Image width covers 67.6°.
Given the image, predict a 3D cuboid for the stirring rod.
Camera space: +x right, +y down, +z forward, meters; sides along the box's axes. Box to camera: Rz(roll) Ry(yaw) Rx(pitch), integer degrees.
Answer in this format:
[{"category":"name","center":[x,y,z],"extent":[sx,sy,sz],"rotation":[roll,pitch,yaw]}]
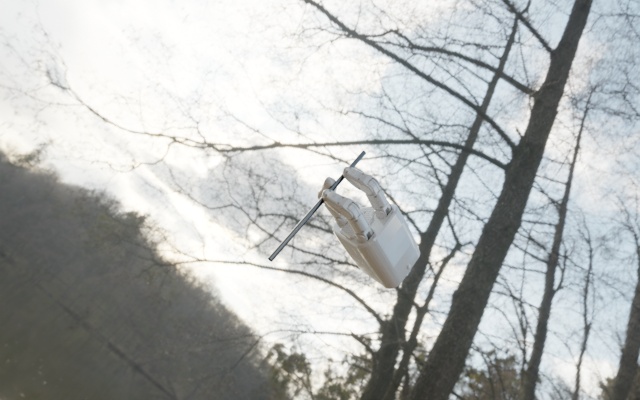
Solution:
[{"category":"stirring rod","center":[0.000,0.002,0.721],"extent":[0.011,0.011,0.239],"rotation":[0,42,53]}]
